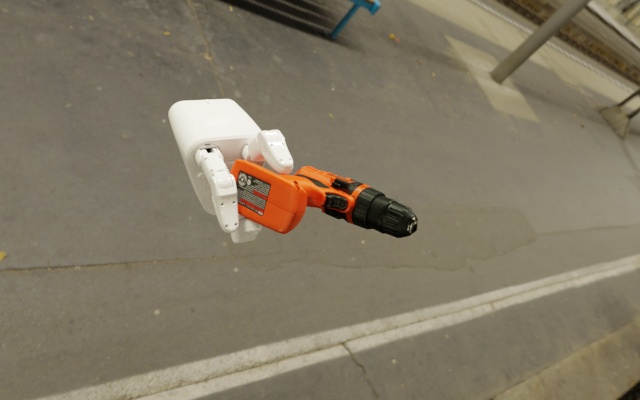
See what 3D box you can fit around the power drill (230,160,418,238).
[{"bbox_3d":[0.000,0.002,0.552,0.184,0.057,0.187,21,10,35],"label":"power drill"}]
